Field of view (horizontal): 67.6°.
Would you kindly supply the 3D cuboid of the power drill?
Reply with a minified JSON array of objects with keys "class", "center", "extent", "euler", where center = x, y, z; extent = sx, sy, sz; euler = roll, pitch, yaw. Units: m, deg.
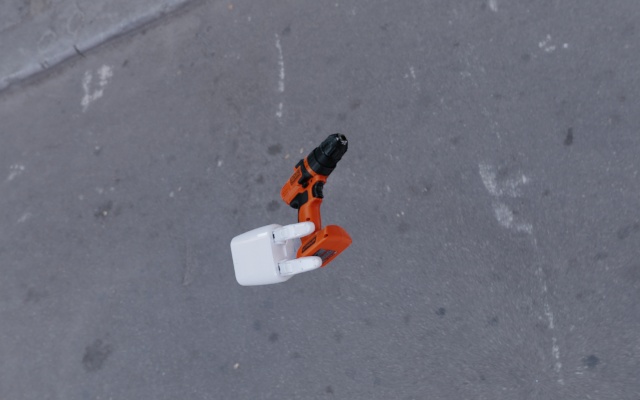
[{"class":"power drill","center":[0.000,0.003,0.802],"extent":[0.057,0.187,0.184],"euler":[12,-40,-29]}]
